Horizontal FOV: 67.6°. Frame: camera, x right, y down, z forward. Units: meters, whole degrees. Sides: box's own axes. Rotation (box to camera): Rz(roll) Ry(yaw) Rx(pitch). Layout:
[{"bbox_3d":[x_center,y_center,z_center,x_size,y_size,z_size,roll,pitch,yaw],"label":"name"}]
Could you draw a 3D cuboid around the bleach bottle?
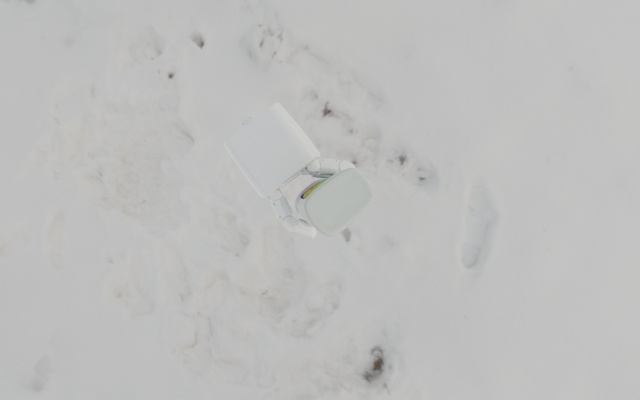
[{"bbox_3d":[0.000,0.002,0.766,0.102,0.068,0.251,-38,8,-12],"label":"bleach bottle"}]
